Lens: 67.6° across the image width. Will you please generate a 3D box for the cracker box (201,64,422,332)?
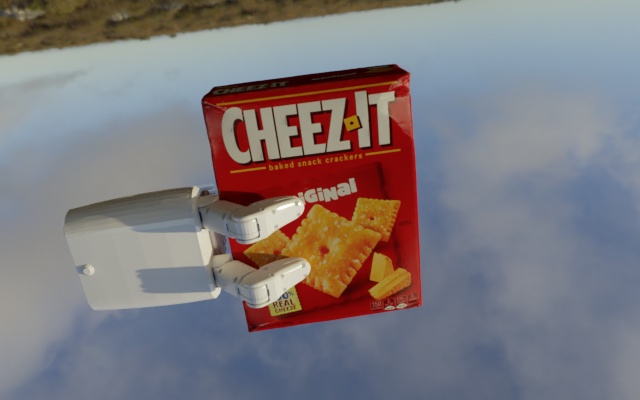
[{"bbox_3d":[0.000,0.001,0.421,0.164,0.214,0.072,-8,21,-1],"label":"cracker box"}]
